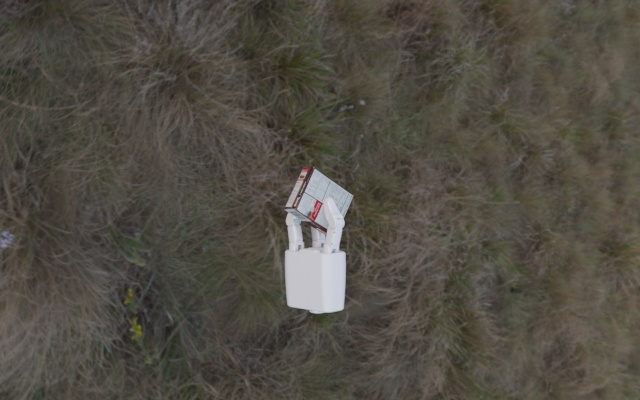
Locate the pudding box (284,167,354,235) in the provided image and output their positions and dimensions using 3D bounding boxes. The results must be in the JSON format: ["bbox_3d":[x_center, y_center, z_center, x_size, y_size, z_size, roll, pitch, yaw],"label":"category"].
[{"bbox_3d":[0.000,0.003,0.884,0.113,0.090,0.039,34,-19,-34],"label":"pudding box"}]
